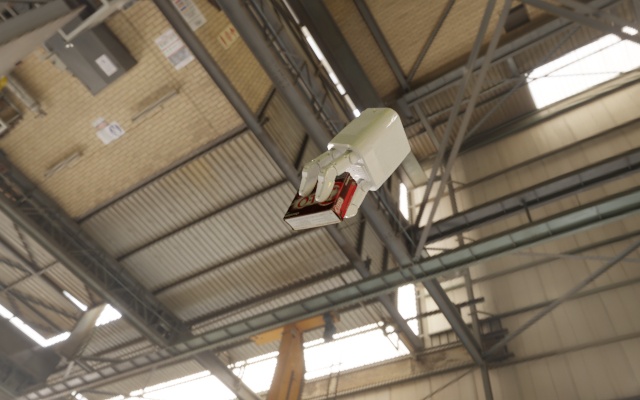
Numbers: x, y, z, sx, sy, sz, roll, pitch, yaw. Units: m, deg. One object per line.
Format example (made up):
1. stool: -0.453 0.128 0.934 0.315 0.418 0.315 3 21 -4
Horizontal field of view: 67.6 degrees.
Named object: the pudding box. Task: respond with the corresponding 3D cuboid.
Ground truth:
1. pudding box: 0.000 0.003 0.822 0.113 0.090 0.039 -15 -55 39
